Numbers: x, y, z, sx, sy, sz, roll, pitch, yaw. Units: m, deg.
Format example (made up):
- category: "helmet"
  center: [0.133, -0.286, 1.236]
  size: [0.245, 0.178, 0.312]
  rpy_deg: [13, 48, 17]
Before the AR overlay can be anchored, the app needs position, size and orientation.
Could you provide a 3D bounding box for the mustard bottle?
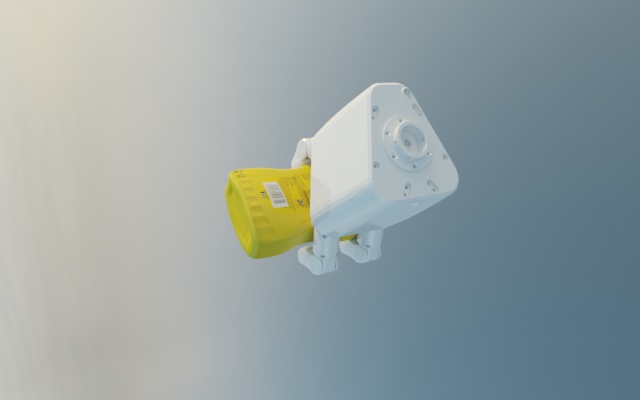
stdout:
- category: "mustard bottle"
  center: [0.000, 0.002, 0.523]
  size: [0.191, 0.096, 0.058]
  rpy_deg: [-9, -36, -28]
